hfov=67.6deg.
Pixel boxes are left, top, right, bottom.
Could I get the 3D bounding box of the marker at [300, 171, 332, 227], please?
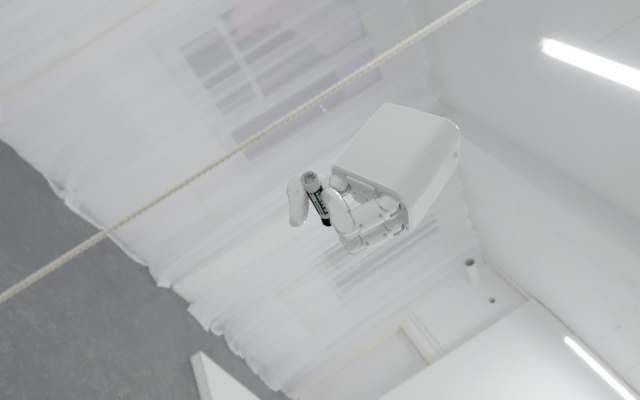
[{"bbox_3d":[0.000,0.002,0.542,0.020,0.020,0.121,0,-24,13],"label":"marker"}]
